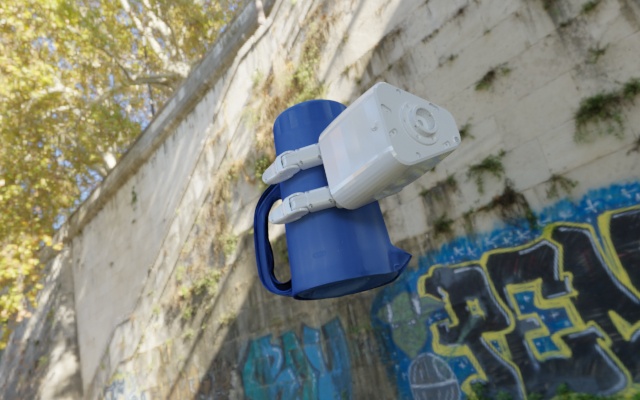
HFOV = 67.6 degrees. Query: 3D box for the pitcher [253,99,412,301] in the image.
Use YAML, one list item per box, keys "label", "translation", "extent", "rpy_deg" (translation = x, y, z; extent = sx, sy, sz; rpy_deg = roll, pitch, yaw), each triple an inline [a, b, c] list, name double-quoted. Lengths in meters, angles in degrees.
- label: "pitcher"
  translation: [0.000, 0.002, 0.610]
  extent: [0.149, 0.242, 0.145]
  rpy_deg: [0, -23, -32]
